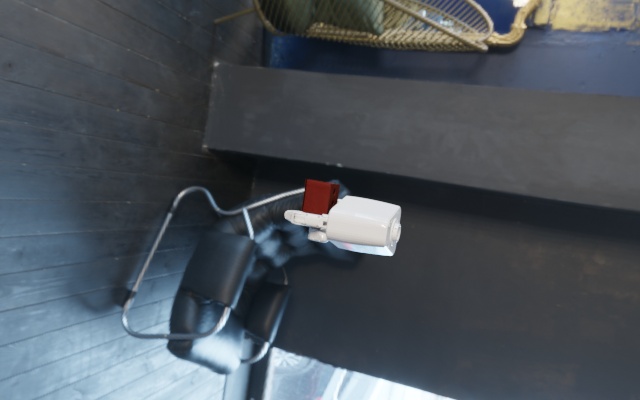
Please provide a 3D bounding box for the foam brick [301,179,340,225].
[{"bbox_3d":[0.000,0.003,0.880,0.051,0.078,0.053,9,3,21],"label":"foam brick"}]
